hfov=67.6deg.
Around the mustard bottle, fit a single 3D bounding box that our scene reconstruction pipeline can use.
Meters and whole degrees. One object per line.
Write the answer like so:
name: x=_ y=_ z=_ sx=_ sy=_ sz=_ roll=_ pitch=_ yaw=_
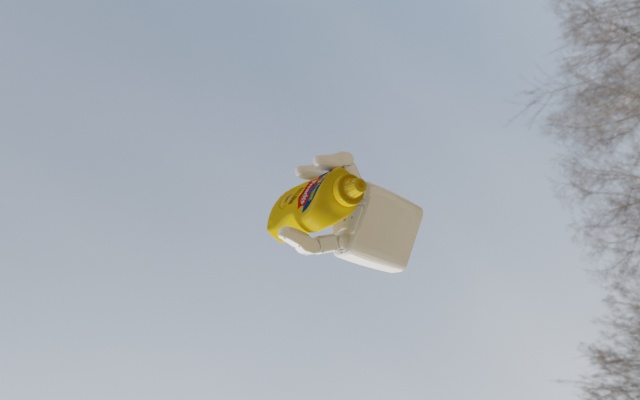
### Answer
mustard bottle: x=0.000 y=0.002 z=0.657 sx=0.058 sy=0.096 sz=0.192 roll=44 pitch=-31 yaw=-15
